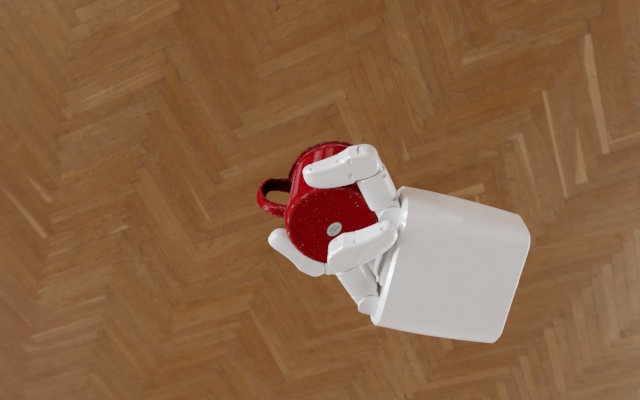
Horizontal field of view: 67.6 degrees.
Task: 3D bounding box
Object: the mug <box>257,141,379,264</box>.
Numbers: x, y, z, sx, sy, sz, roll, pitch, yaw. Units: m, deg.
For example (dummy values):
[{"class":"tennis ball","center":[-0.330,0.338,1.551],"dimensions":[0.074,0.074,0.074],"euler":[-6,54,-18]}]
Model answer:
[{"class":"mug","center":[-0.001,0.001,0.435],"dimensions":[0.117,0.093,0.081],"euler":[10,29,-2]}]
